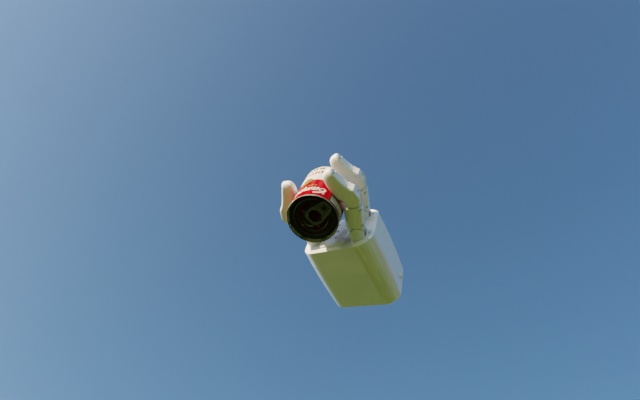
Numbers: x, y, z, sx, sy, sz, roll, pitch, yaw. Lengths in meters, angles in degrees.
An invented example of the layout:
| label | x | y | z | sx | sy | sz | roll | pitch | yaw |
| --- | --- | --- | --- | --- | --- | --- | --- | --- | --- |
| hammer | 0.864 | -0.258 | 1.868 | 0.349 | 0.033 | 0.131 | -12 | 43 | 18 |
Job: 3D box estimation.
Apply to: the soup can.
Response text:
| label | x | y | z | sx | sy | sz | roll | pitch | yaw |
| --- | --- | --- | --- | --- | --- | --- | --- | --- | --- |
| soup can | 0.000 | 0.002 | 0.645 | 0.068 | 0.068 | 0.102 | 0 | 25 | 13 |
